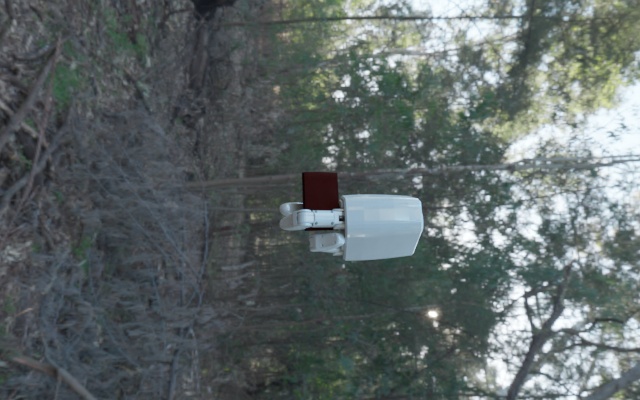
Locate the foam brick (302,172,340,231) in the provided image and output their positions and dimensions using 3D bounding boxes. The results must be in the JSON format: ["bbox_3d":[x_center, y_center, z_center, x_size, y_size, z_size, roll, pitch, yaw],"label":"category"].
[{"bbox_3d":[0.000,0.002,0.696,0.051,0.078,0.053,-2,-13,0],"label":"foam brick"}]
